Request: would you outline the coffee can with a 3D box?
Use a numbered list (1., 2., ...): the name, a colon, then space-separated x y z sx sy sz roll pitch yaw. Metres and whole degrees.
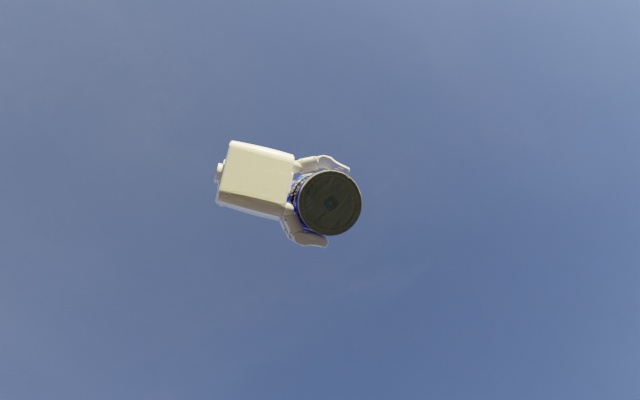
1. coffee can: 0.000 0.003 0.810 0.103 0.103 0.140 0 1 -13
